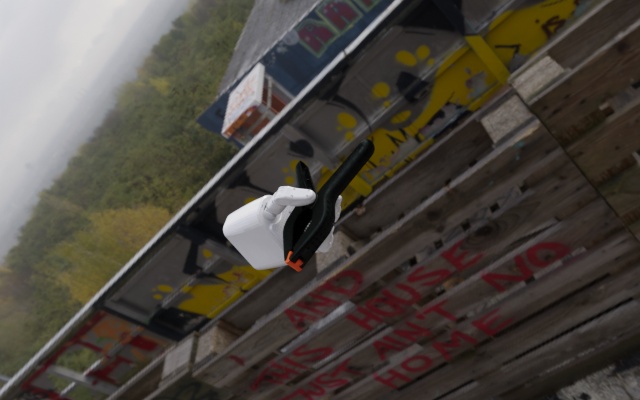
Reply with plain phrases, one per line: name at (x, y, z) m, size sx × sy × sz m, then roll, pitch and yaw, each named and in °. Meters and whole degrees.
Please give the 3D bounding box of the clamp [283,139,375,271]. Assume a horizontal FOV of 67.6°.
clamp at (-0.001, 0.002, 0.702) m, size 0.164 × 0.209 × 0.036 m, roll -20°, pitch -47°, yaw 42°
